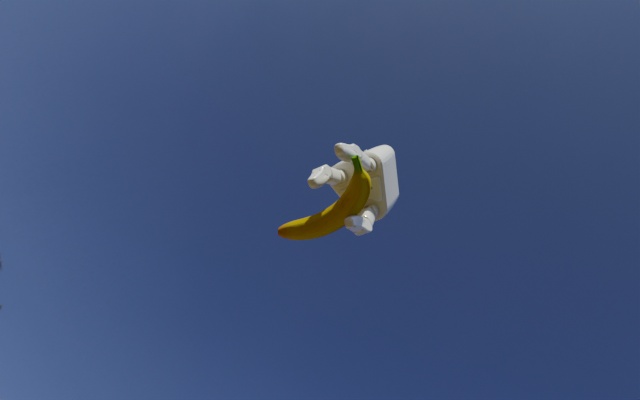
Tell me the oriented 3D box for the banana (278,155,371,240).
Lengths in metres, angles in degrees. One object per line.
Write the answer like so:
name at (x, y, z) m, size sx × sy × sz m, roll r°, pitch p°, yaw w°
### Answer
banana at (0.015, 0.014, 0.737) m, size 0.198 × 0.069 × 0.037 m, roll -44°, pitch -1°, yaw 29°
